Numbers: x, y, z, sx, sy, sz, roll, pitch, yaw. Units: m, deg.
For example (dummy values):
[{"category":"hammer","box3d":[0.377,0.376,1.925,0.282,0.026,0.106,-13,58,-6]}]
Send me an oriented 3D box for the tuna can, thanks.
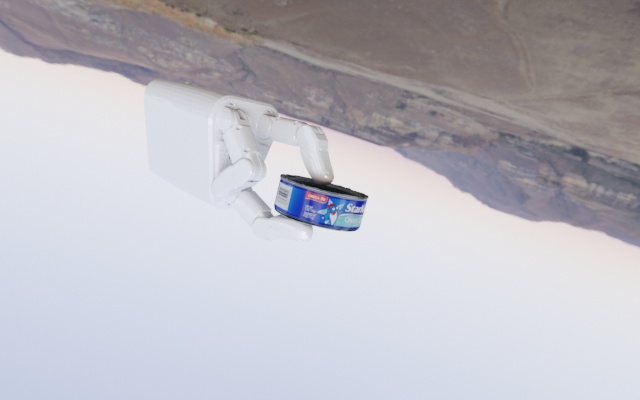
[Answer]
[{"category":"tuna can","box3d":[0.000,0.002,0.451,0.086,0.034,0.086,14,7,-2]}]
